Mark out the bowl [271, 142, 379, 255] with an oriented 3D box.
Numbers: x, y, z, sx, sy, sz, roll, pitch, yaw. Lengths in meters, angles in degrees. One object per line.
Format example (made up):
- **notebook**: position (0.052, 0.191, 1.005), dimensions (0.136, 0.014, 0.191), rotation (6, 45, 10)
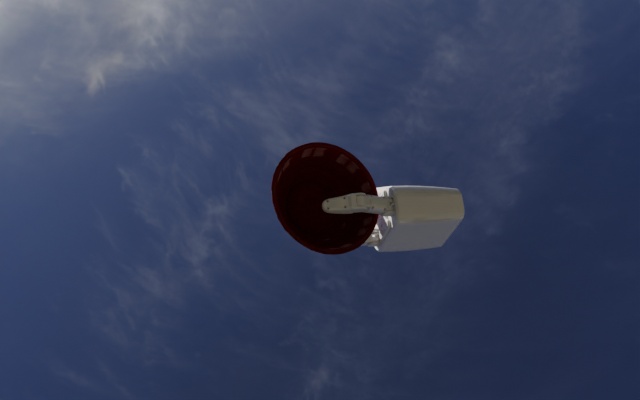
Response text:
- **bowl**: position (-0.001, 0.002, 0.674), dimensions (0.162, 0.162, 0.055), rotation (0, -17, -25)
